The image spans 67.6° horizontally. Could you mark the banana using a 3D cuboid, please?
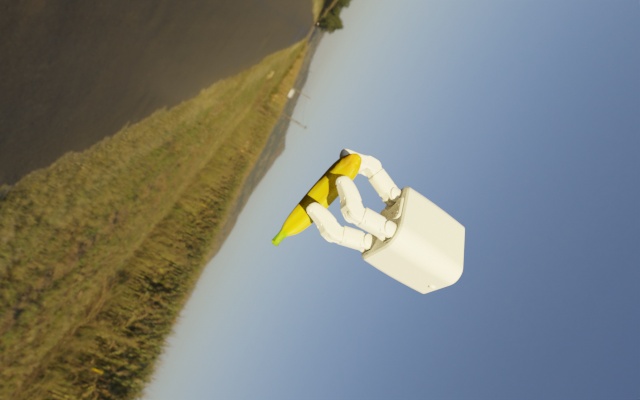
[{"bbox_3d":[0.002,-0.005,0.675,0.037,0.198,0.069,36,33,-8],"label":"banana"}]
